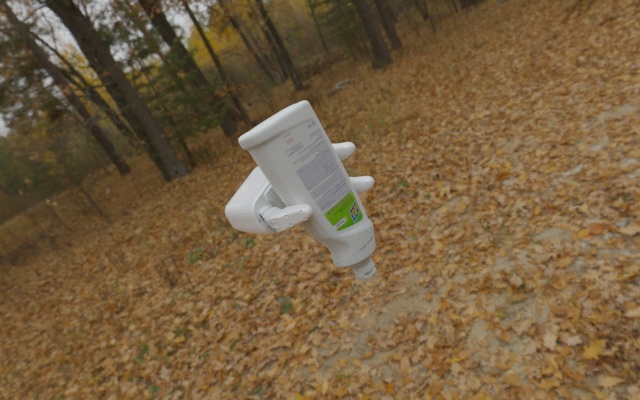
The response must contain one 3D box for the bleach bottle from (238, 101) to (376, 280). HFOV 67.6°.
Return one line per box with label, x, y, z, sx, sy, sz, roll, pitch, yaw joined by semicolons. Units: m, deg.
bleach bottle;0.000;0.002;0.630;0.102;0.251;0.068;-38;18;-28
